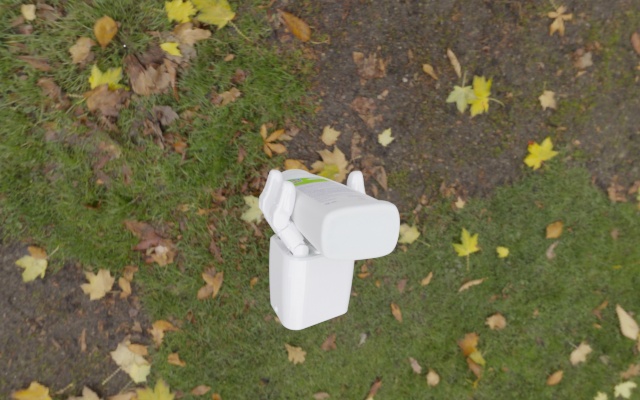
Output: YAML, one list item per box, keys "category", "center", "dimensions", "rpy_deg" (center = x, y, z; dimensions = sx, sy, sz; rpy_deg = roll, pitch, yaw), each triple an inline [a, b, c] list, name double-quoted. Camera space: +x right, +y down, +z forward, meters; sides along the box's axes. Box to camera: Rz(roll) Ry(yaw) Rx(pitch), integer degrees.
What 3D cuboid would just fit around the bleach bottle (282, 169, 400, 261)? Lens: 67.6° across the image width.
- category: "bleach bottle"
  center: [0.000, 0.002, 0.645]
  dimensions: [0.102, 0.068, 0.250]
  rpy_deg: [-4, 18, -21]
